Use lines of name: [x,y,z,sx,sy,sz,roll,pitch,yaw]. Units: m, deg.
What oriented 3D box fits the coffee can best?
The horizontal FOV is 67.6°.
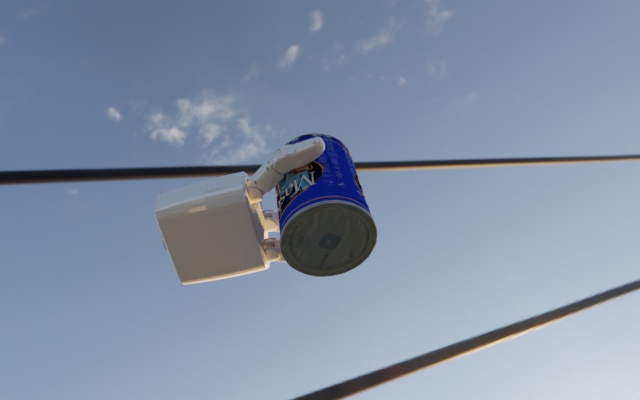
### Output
coffee can: [0.000,0.002,0.549,0.103,0.103,0.140,0,37,-10]
